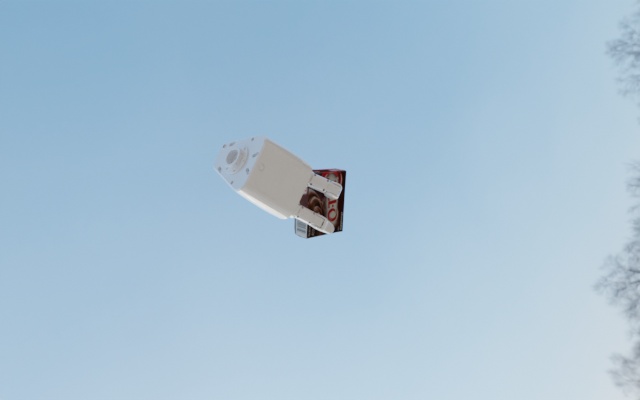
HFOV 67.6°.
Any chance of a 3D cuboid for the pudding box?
[{"bbox_3d":[0.000,0.003,0.822,0.090,0.113,0.039,-8,17,-44],"label":"pudding box"}]
